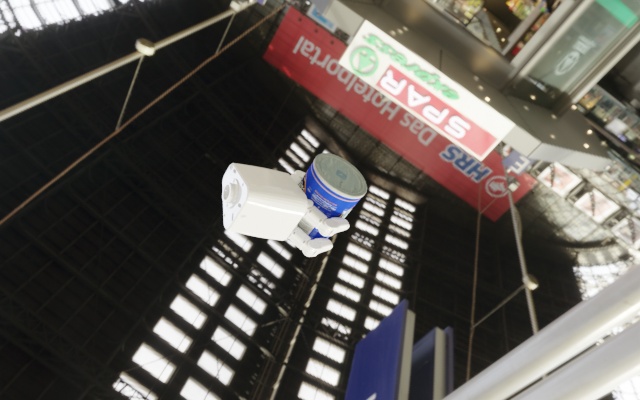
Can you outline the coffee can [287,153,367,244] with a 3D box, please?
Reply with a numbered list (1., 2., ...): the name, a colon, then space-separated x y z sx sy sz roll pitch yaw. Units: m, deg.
1. coffee can: 0.000 0.003 0.832 0.103 0.102 0.140 0 -42 -43
